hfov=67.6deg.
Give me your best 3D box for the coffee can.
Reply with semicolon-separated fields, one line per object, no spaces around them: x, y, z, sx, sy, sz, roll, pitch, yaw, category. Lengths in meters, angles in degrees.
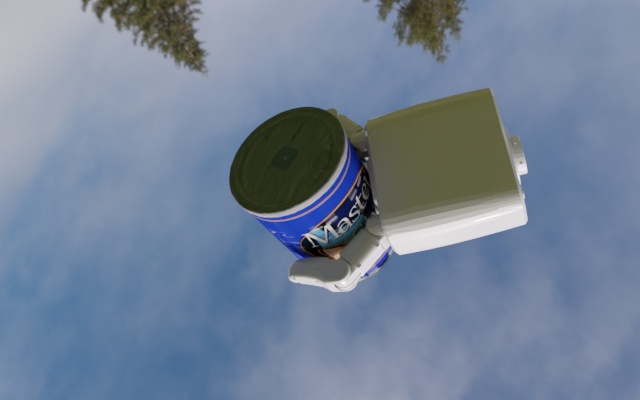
0.000;0.001;0.426;0.103;0.102;0.140;0;-31;28;coffee can
